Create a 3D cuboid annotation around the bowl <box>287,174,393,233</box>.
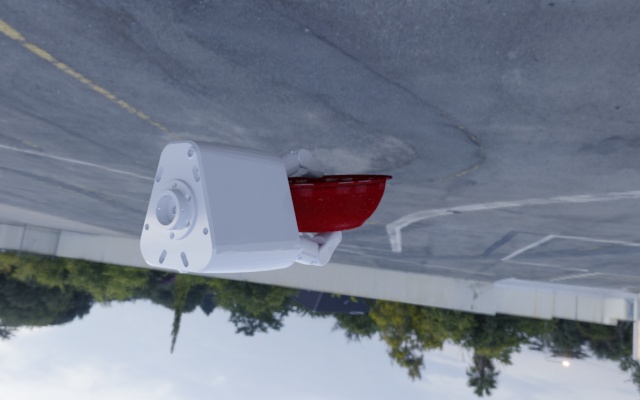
[{"bbox_3d":[0.001,0.002,0.534,0.162,0.055,0.162,-3,6,0],"label":"bowl"}]
